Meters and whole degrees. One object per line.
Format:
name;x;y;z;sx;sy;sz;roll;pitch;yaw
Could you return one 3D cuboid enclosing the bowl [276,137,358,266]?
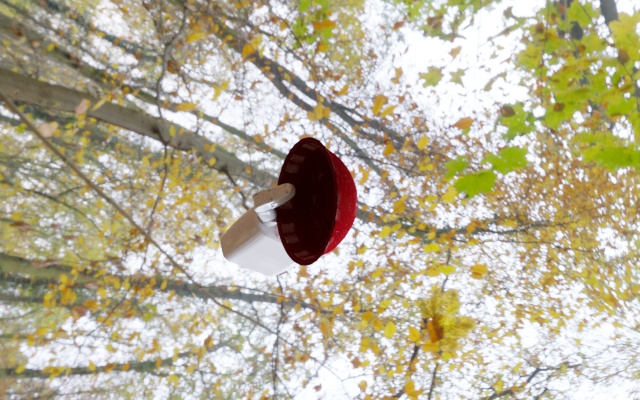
bowl;0.001;0.002;0.610;0.055;0.162;0.162;2;-1;-30
